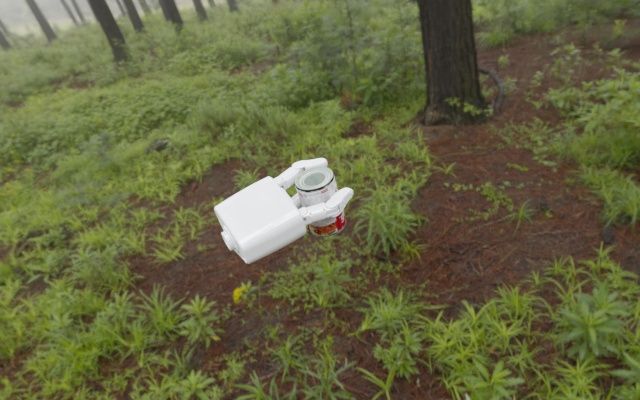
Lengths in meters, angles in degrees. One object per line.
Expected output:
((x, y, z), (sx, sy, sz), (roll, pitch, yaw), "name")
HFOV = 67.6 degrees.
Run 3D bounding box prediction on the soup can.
((0.001, 0.002, 0.803), (0.068, 0.102, 0.068), (-10, 36, 8), "soup can")
